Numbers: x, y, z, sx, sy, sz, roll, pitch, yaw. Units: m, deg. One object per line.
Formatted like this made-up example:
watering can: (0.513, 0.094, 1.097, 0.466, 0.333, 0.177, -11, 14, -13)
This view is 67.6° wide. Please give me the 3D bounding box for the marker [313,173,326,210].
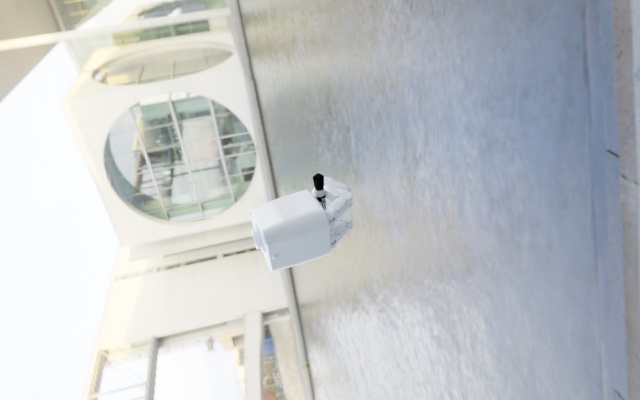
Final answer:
marker: (0.000, 0.003, 0.813, 0.020, 0.121, 0.020, -3, 43, 2)
